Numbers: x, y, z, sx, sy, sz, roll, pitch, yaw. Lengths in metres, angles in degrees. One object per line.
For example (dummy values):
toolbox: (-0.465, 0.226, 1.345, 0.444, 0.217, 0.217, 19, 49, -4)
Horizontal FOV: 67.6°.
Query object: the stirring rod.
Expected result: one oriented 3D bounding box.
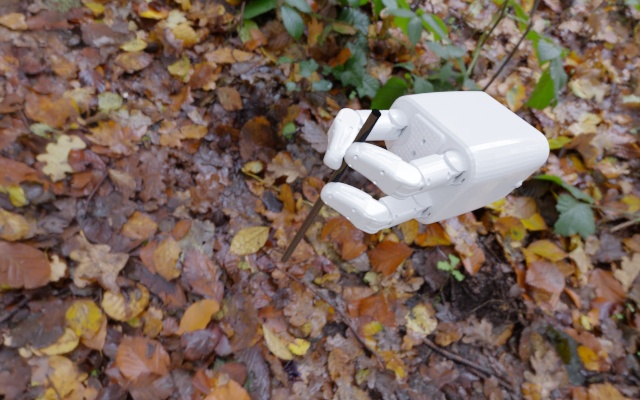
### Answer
stirring rod: (0.000, 0.001, 0.434, 0.011, 0.011, 0.240, 0, -32, -23)
